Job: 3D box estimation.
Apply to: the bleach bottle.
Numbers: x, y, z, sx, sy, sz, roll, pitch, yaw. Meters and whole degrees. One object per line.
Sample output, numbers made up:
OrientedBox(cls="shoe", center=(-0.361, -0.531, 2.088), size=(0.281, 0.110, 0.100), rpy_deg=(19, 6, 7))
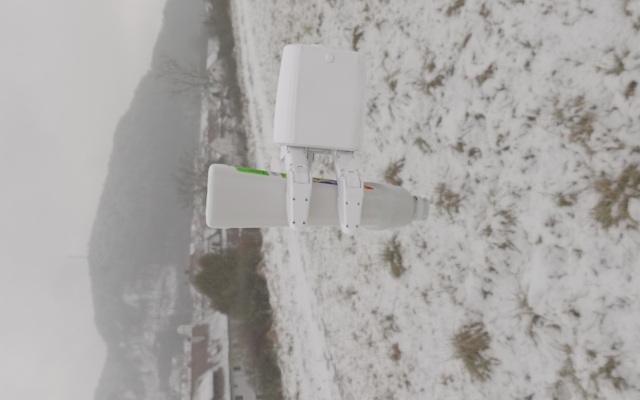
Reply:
OrientedBox(cls="bleach bottle", center=(0.000, 0.002, 0.544), size=(0.251, 0.068, 0.102), rpy_deg=(4, 6, -15))
